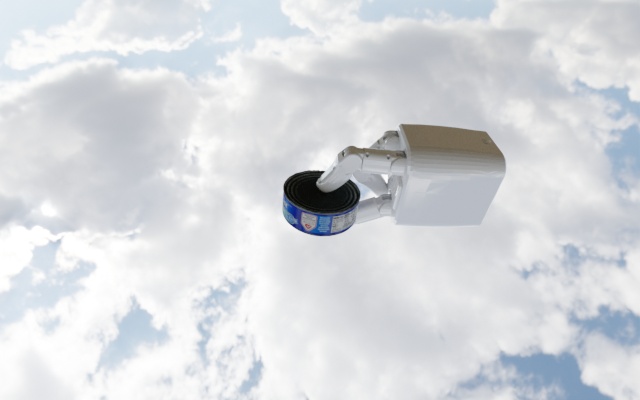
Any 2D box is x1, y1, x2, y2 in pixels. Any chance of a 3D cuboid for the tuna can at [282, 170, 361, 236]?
[{"bbox_3d":[0.000,0.002,0.532,0.086,0.034,0.086,5,34,-3],"label":"tuna can"}]
